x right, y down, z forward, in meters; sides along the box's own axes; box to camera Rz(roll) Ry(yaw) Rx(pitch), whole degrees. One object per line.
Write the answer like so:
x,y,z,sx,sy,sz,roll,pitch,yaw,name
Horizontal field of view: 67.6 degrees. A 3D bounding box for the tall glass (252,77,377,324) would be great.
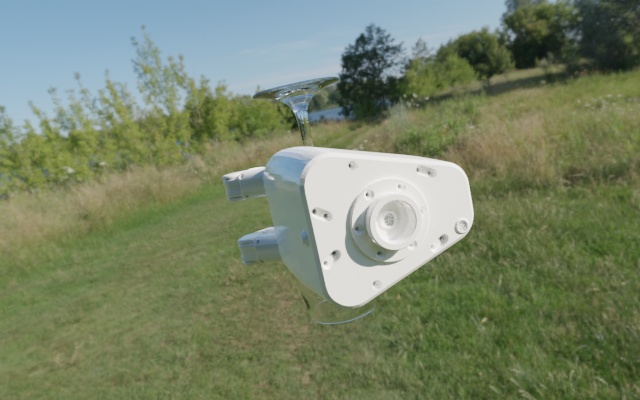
0.000,0.001,0.415,0.079,0.201,0.079,-12,9,2,tall glass
